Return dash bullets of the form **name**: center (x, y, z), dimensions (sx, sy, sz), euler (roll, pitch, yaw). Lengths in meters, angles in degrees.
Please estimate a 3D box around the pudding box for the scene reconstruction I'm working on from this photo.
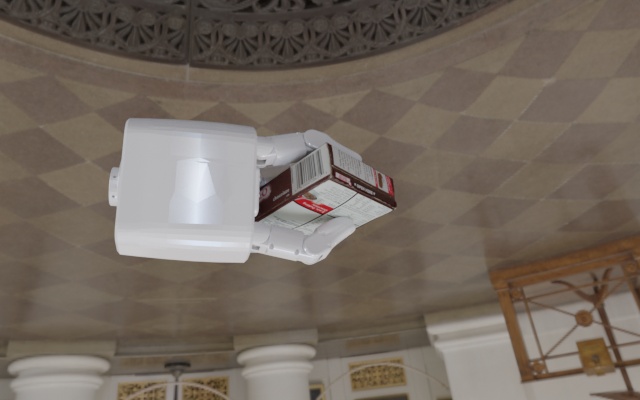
- **pudding box**: center (0.000, 0.002, 0.450), dimensions (0.090, 0.039, 0.113), euler (23, -38, -39)
